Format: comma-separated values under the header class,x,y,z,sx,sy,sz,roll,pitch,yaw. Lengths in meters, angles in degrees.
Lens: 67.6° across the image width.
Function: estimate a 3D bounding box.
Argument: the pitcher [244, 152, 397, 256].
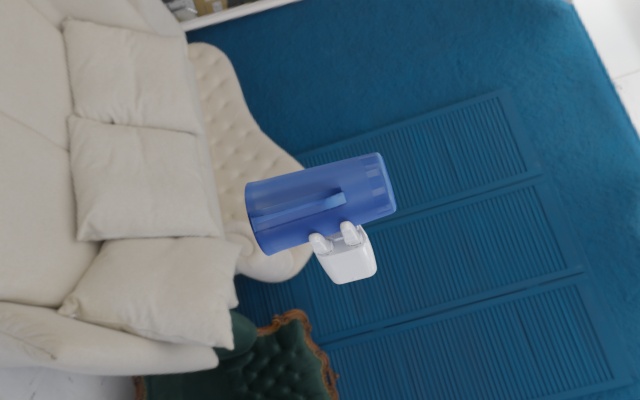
class,x,y,z,sx,sy,sz,roll,pitch,yaw
pitcher,0.000,0.003,0.810,0.243,0.149,0.145,-16,-43,7
